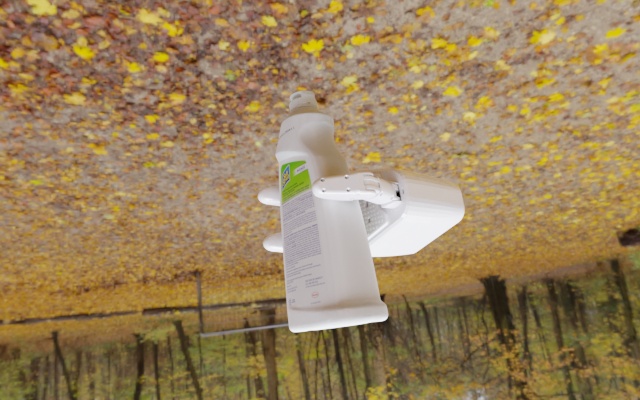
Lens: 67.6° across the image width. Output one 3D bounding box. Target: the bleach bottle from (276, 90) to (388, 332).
[{"bbox_3d":[0.000,0.002,0.491,0.068,0.250,0.102,6,-20,-40],"label":"bleach bottle"}]
